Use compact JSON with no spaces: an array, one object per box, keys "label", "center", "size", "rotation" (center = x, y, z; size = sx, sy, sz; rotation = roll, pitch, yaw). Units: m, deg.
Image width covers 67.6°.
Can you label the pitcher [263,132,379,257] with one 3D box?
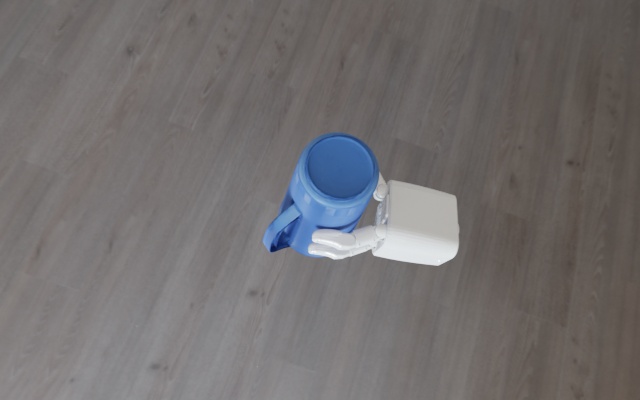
[{"label":"pitcher","center":[0.000,0.002,0.719],"size":[0.145,0.149,0.243],"rotation":[13,-20,-3]}]
